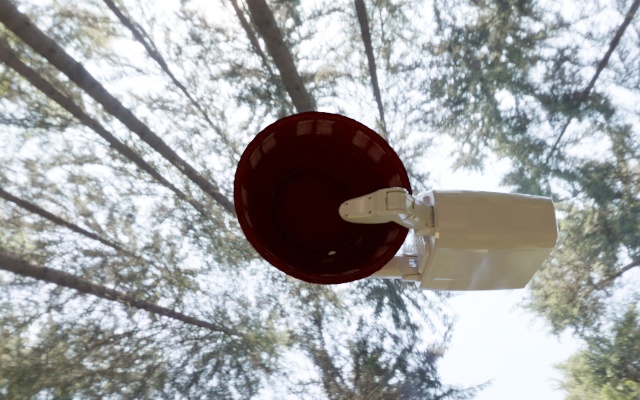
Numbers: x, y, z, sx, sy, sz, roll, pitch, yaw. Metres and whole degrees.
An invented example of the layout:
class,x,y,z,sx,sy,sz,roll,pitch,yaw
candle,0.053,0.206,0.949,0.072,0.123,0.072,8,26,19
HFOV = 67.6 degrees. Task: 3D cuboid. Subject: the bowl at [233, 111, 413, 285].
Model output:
class,x,y,z,sx,sy,sz,roll,pitch,yaw
bowl,-0.001,0.001,0.440,0.162,0.162,0.055,0,-19,-13
